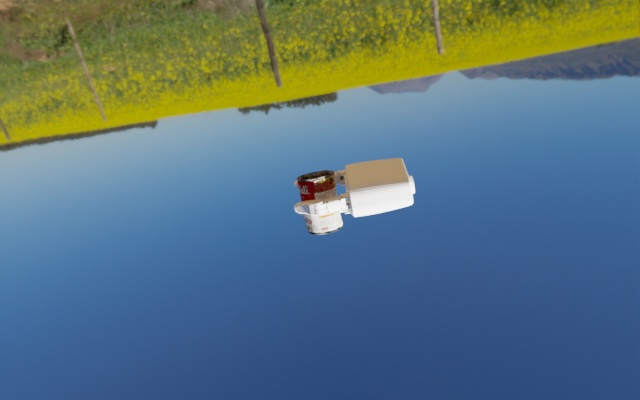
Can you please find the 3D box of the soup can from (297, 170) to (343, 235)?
[{"bbox_3d":[0.000,0.003,0.860,0.068,0.102,0.068,-10,14,2],"label":"soup can"}]
